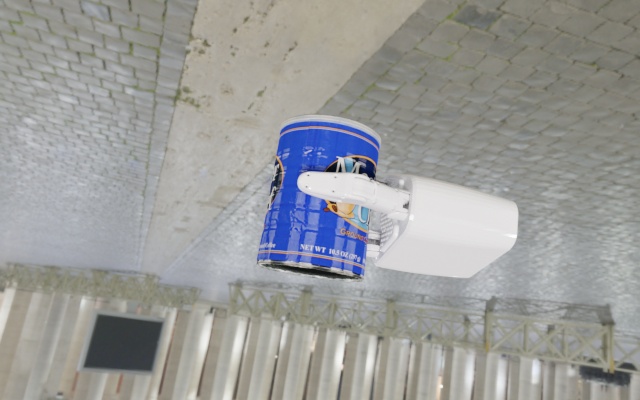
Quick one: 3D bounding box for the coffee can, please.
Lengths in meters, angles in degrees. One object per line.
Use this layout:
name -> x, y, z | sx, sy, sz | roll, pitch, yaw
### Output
coffee can -> 0.000, 0.001, 0.465 | 0.103, 0.140, 0.103 | 8, -13, 2
